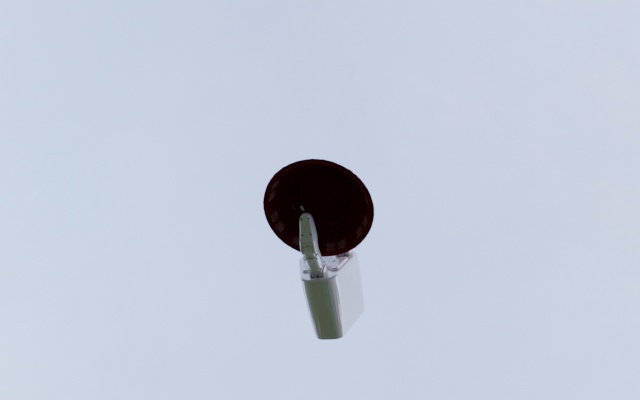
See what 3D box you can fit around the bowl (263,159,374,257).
[{"bbox_3d":[0.000,0.001,0.704,0.162,0.162,0.055,0,29,11],"label":"bowl"}]
